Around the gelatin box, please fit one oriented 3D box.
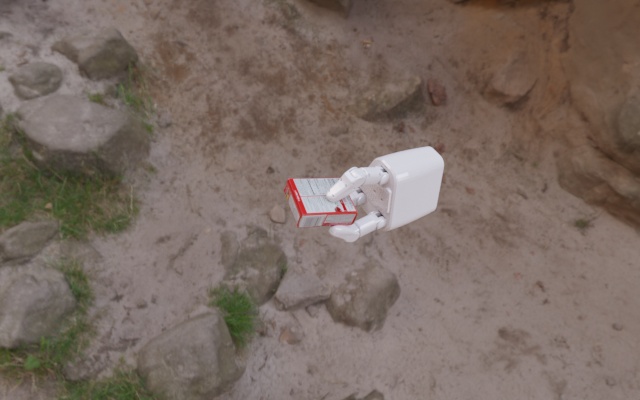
[{"bbox_3d":[0.000,0.002,0.686,0.089,0.073,0.030,-2,-43,-25],"label":"gelatin box"}]
